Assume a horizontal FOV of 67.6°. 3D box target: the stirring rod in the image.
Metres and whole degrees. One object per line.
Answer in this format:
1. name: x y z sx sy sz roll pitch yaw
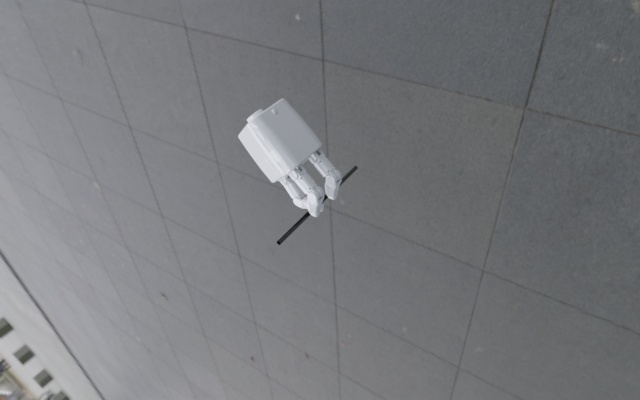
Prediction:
1. stirring rod: 0.000 0.003 0.853 0.011 0.011 0.239 0 34 43
